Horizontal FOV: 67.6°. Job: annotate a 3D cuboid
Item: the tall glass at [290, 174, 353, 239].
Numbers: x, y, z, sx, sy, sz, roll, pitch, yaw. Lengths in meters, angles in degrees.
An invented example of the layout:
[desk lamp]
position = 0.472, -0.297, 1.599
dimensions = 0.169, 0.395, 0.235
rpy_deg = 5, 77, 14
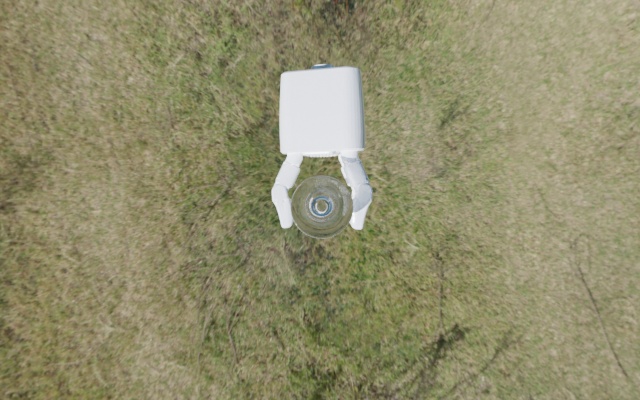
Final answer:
[tall glass]
position = 0.000, 0.002, 0.658
dimensions = 0.079, 0.079, 0.201
rpy_deg = 0, 3, -1
